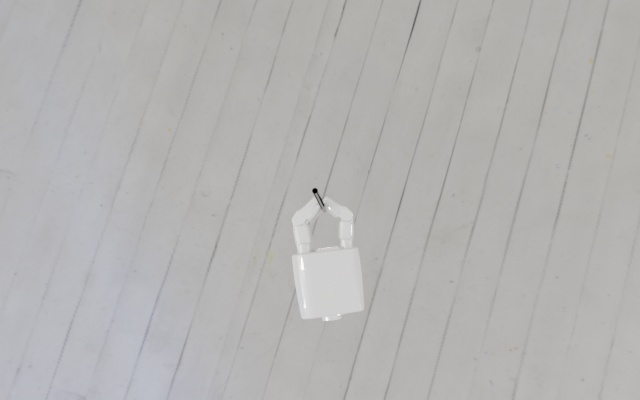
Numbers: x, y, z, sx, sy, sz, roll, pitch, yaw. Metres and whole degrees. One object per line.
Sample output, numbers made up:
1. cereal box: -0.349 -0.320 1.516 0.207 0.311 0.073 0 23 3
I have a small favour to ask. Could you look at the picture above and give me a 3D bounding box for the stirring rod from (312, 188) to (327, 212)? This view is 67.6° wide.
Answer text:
1. stirring rod: 0.000 0.003 0.772 0.011 0.011 0.239 0 -8 4
